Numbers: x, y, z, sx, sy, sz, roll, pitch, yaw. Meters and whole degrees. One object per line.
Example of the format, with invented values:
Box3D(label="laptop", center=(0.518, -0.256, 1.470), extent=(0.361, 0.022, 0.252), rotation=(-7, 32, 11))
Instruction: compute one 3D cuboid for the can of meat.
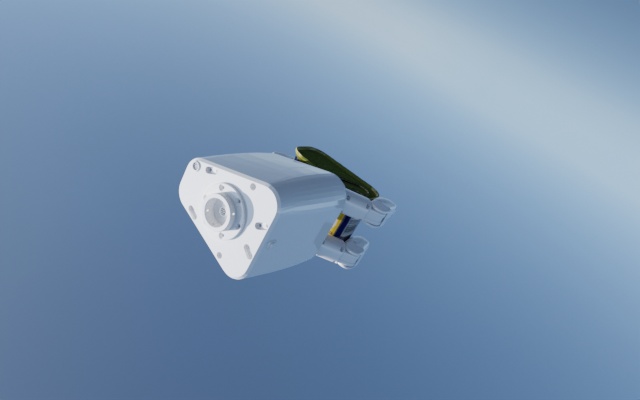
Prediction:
Box3D(label="can of meat", center=(0.000, 0.002, 0.534), extent=(0.102, 0.084, 0.057), rotation=(37, 22, 20))
